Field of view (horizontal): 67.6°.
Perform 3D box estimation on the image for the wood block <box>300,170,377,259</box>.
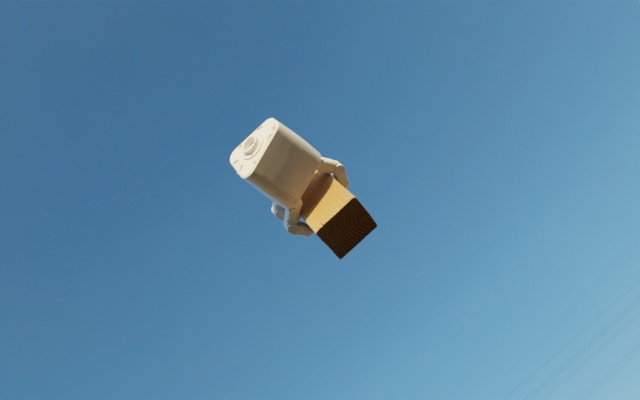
[{"bbox_3d":[0.000,0.002,0.879,0.090,0.091,0.206,49,-2,-39],"label":"wood block"}]
